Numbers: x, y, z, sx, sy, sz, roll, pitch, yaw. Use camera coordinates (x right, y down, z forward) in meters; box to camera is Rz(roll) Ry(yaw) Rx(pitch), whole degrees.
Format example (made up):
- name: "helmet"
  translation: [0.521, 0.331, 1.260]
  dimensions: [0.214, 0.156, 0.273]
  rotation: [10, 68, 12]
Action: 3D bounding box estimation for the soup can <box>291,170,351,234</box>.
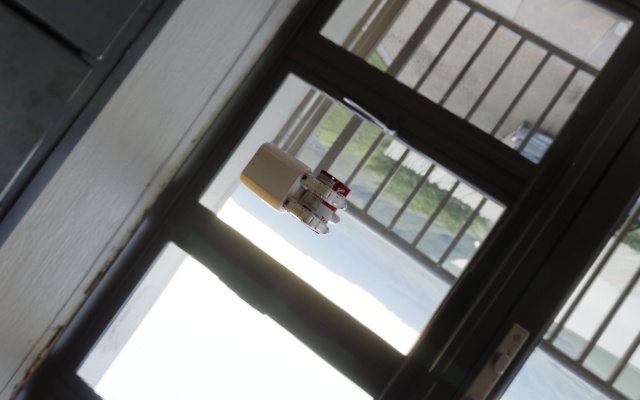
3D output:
- name: "soup can"
  translation: [0.000, 0.003, 0.887]
  dimensions: [0.068, 0.102, 0.068]
  rotation: [36, -2, 1]
